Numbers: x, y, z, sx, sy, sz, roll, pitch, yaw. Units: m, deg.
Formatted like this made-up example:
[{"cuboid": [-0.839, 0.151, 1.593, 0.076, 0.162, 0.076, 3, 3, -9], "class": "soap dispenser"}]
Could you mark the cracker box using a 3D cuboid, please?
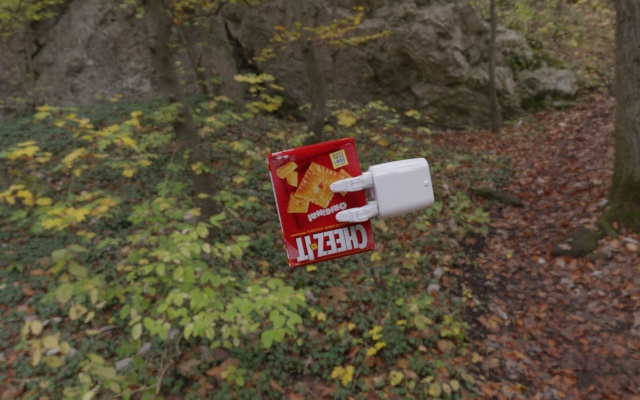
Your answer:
[{"cuboid": [0.000, 0.003, 0.890, 0.164, 0.214, 0.072, -12, 6, -6], "class": "cracker box"}]
